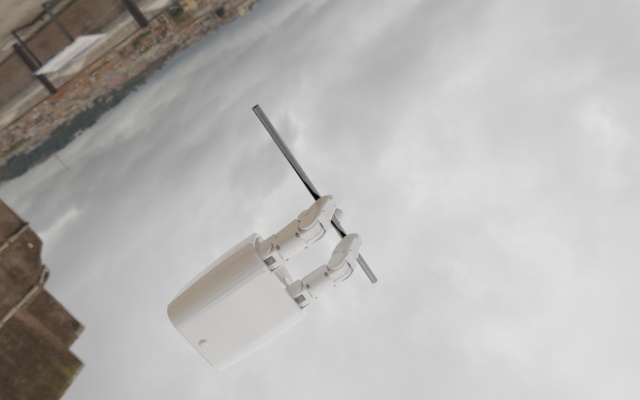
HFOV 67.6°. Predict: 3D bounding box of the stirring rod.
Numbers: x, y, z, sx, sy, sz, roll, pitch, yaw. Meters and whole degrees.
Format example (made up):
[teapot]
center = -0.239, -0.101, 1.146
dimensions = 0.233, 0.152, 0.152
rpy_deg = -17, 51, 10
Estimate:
[stirring rod]
center = 0.000, 0.002, 0.503
dimensions = 0.011, 0.240, 0.011
rpy_deg = -28, 24, 14
